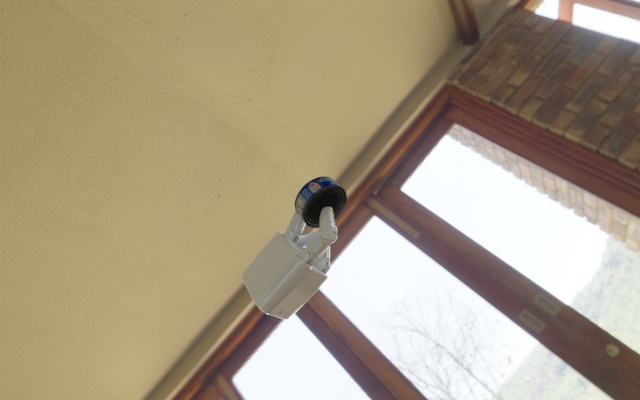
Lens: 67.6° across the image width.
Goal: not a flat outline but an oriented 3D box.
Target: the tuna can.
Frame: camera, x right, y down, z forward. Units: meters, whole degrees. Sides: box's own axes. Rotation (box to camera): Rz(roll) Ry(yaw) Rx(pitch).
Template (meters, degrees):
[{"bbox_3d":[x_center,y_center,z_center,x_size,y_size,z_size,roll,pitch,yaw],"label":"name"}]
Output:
[{"bbox_3d":[0.000,0.002,0.798,0.086,0.086,0.033,0,35,-41],"label":"tuna can"}]
